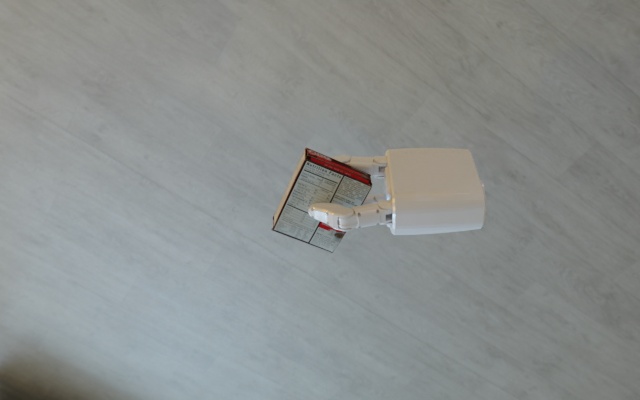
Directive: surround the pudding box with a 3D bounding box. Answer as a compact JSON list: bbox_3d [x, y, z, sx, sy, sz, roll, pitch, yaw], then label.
[{"bbox_3d":[0.000,0.002,0.597,0.090,0.113,0.039,22,25,-11],"label":"pudding box"}]
